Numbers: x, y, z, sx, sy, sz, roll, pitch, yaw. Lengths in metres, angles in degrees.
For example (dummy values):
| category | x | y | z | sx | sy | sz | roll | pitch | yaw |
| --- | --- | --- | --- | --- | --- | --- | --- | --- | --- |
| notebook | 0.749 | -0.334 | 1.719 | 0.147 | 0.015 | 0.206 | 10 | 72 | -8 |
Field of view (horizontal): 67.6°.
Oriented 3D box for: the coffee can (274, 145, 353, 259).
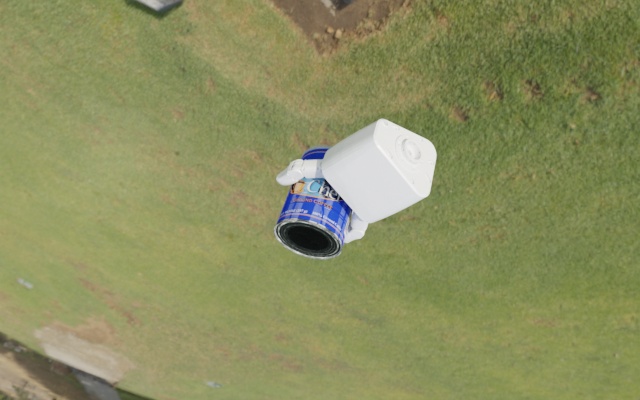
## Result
| category | x | y | z | sx | sy | sz | roll | pitch | yaw |
| --- | --- | --- | --- | --- | --- | --- | --- | --- | --- |
| coffee can | 0.000 | 0.002 | 0.719 | 0.103 | 0.140 | 0.103 | 13 | -33 | 9 |
